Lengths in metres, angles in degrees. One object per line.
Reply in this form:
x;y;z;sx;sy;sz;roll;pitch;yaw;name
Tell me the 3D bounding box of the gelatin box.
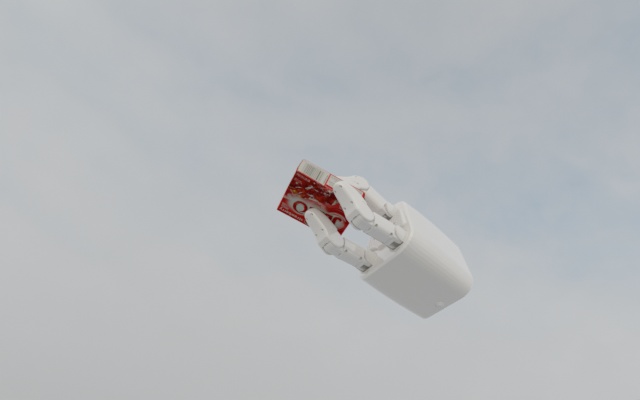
0.000;0.001;0.587;0.089;0.073;0.030;29;42;-2;gelatin box
